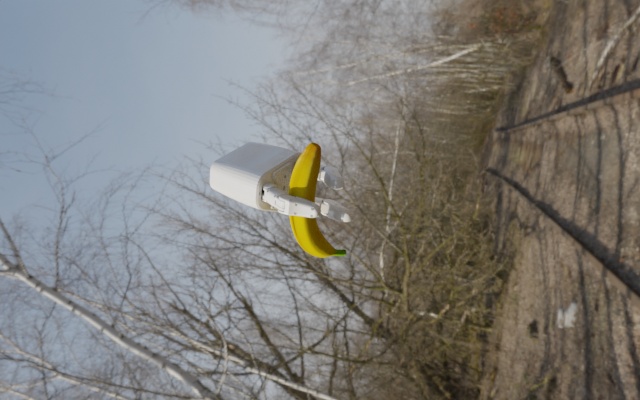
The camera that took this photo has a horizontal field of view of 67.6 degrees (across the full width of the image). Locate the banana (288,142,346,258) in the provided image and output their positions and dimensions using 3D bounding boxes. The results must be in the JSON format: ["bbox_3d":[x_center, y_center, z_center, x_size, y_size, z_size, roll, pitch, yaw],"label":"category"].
[{"bbox_3d":[-0.014,0.014,0.684,0.069,0.198,0.037,-30,37,-23],"label":"banana"}]
